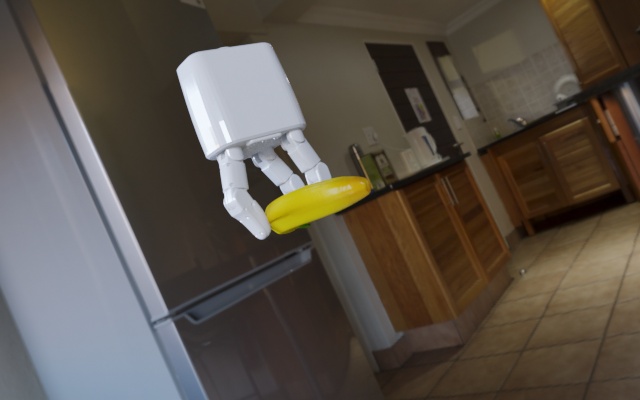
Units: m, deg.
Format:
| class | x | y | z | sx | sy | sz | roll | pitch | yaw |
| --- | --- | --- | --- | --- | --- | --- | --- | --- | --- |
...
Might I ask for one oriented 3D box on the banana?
| class | x | y | z | sx | sy | sz | roll | pitch | yaw |
| --- | --- | --- | --- | --- | --- | --- | --- | --- | --- |
| banana | -0.018 | 0.007 | 0.496 | 0.069 | 0.037 | 0.198 | -17 | -5 | -22 |
